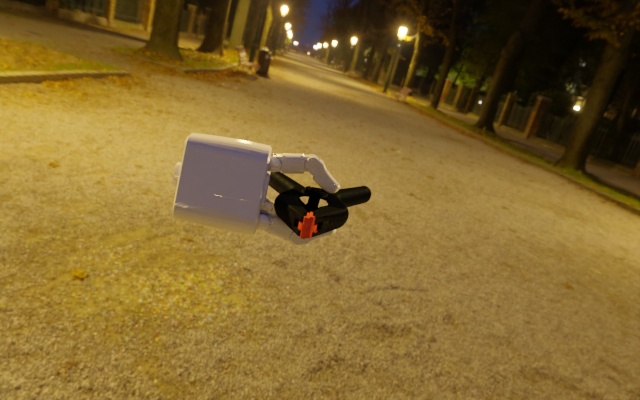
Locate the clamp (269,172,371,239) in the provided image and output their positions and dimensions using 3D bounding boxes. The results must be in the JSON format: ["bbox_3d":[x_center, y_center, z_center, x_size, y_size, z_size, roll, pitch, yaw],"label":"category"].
[{"bbox_3d":[0.000,0.001,0.635,0.164,0.036,0.210,8,17,-7],"label":"clamp"}]
